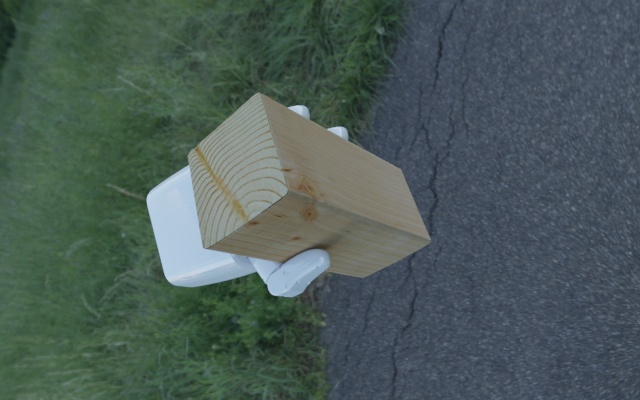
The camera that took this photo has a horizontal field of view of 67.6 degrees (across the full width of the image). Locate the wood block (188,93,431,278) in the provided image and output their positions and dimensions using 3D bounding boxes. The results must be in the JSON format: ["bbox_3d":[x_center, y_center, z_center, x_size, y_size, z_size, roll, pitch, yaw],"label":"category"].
[{"bbox_3d":[0.000,0.002,0.422,0.090,0.090,0.206,-33,-31,28],"label":"wood block"}]
